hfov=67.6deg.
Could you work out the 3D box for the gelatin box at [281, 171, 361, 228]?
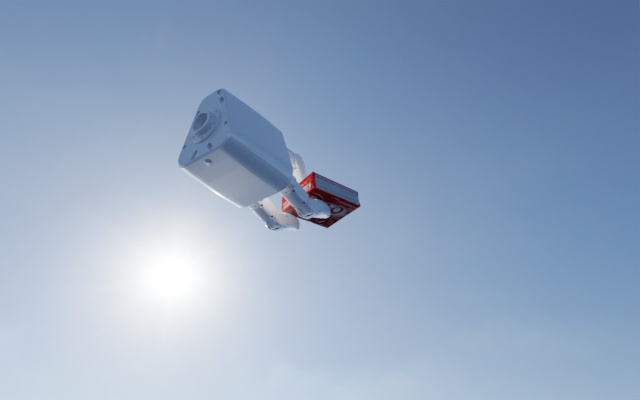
[{"bbox_3d":[0.000,0.002,0.684,0.089,0.030,0.073,22,-43,-35],"label":"gelatin box"}]
